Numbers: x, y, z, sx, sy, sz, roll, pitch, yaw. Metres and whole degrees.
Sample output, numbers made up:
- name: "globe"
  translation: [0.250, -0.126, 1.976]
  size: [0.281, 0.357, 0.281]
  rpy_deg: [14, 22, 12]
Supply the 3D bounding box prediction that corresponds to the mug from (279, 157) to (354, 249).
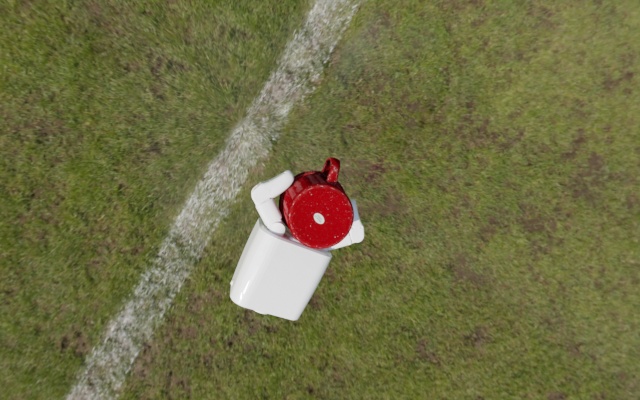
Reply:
- name: "mug"
  translation: [0.001, 0.001, 0.604]
  size: [0.093, 0.117, 0.081]
  rpy_deg: [21, 7, -12]
